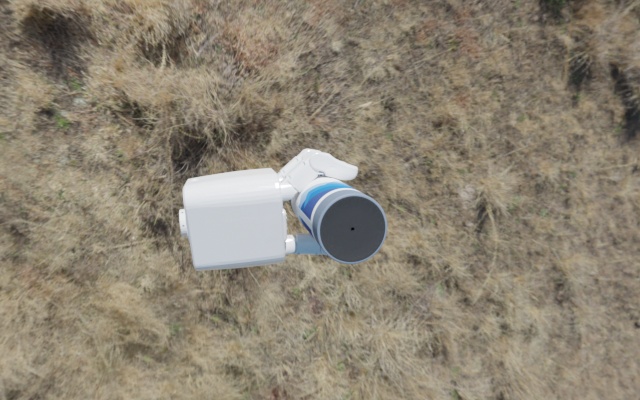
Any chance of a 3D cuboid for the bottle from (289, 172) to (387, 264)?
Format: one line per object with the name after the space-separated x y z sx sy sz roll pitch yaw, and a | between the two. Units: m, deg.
0.000 0.002 0.575 0.069 0.069 0.295 0 10 -12 | bottle
